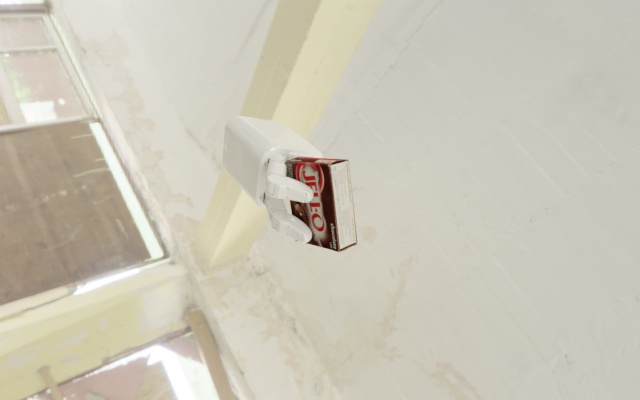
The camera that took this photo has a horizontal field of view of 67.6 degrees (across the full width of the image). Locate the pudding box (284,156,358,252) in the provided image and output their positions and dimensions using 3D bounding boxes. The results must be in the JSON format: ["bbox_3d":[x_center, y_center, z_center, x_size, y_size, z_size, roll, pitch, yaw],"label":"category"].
[{"bbox_3d":[0.000,0.002,0.610,0.039,0.113,0.090,-20,18,-36],"label":"pudding box"}]
